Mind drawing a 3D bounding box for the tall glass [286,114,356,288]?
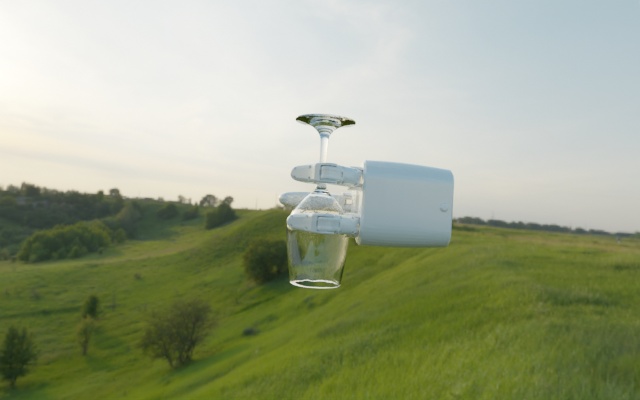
[{"bbox_3d":[0.000,0.001,0.579,0.079,0.201,0.079,4,-2,0],"label":"tall glass"}]
